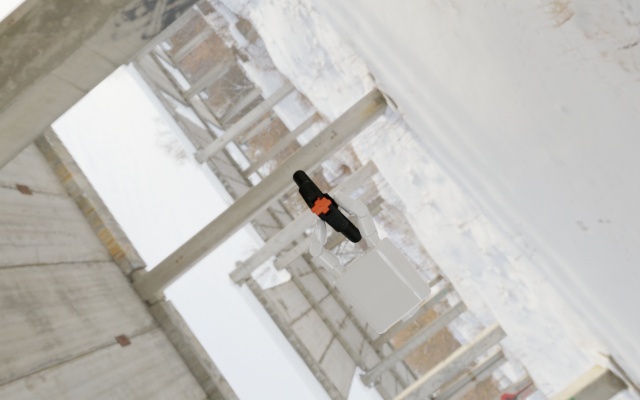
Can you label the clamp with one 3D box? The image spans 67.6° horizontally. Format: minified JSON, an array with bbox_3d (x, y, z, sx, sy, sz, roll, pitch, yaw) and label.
[{"bbox_3d":[0.000,0.003,0.754,0.036,0.164,0.210,-44,-10,2],"label":"clamp"}]
